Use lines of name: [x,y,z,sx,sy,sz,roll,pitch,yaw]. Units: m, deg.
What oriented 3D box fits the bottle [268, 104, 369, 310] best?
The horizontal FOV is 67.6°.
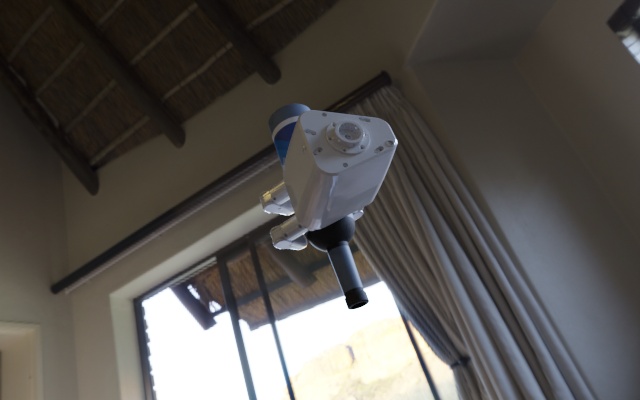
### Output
bottle: [0.000,0.002,0.629,0.069,0.295,0.069,-15,-29,-9]
